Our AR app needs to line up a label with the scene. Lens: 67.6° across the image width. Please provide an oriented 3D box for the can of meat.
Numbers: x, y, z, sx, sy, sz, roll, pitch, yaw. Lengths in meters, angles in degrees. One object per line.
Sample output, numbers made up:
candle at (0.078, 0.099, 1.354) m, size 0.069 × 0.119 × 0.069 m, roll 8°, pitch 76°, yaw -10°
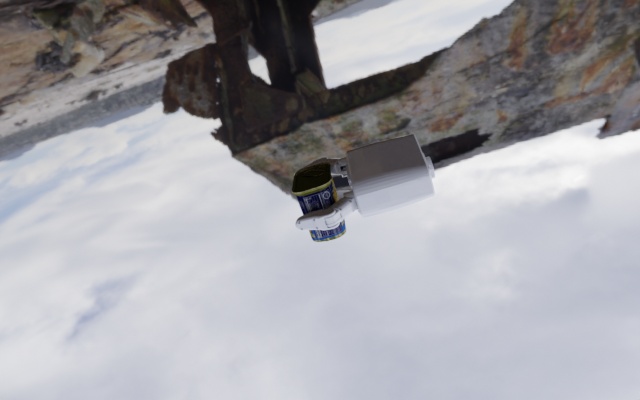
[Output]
can of meat at (0.000, 0.003, 0.697) m, size 0.057 × 0.084 × 0.102 m, roll -17°, pitch 21°, yaw 6°
